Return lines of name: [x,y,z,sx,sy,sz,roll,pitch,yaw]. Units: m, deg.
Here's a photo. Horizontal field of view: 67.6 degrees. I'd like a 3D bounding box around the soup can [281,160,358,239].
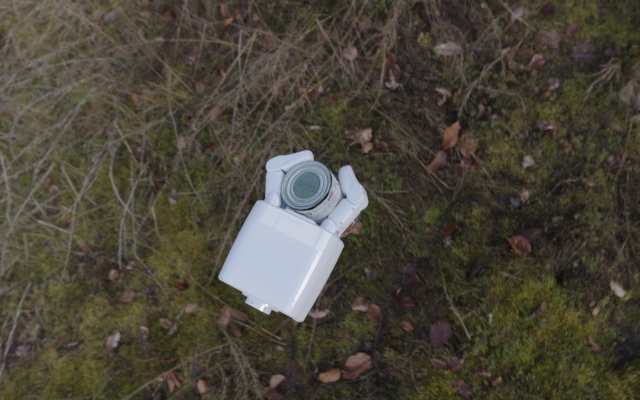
soup can: [0.000,0.001,0.604,0.068,0.068,0.102,0,-24,24]
